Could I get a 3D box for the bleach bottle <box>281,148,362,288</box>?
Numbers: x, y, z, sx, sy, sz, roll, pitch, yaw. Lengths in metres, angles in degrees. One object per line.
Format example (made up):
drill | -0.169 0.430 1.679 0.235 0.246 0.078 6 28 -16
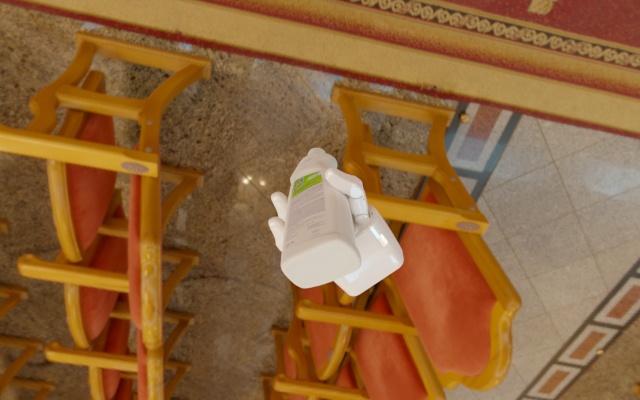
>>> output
bleach bottle | 0.000 0.002 0.687 0.102 0.068 0.250 -24 36 20
